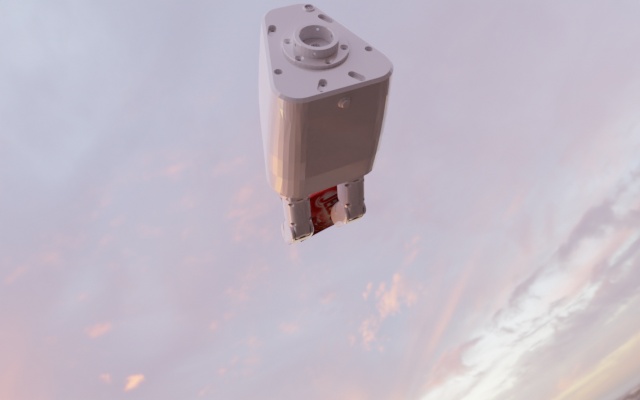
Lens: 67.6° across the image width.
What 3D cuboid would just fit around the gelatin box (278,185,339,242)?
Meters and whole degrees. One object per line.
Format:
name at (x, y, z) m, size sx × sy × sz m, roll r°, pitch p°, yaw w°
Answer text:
gelatin box at (0.000, 0.001, 0.495) m, size 0.073 × 0.030 × 0.089 m, roll -27°, pitch -26°, yaw -6°
